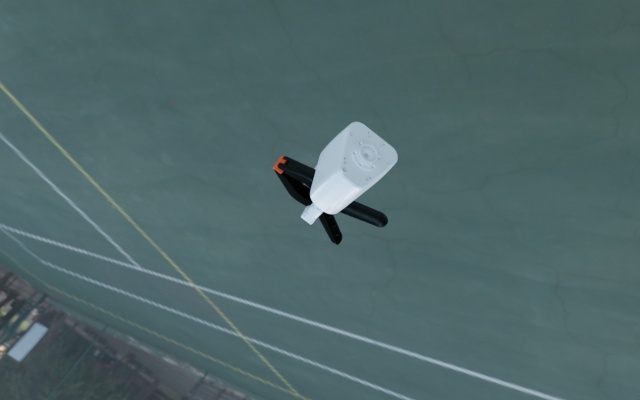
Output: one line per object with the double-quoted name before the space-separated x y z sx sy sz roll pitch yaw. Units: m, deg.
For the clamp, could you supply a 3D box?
"clamp" -0.001 0.003 0.856 0.210 0.036 0.165 37 -32 -7
